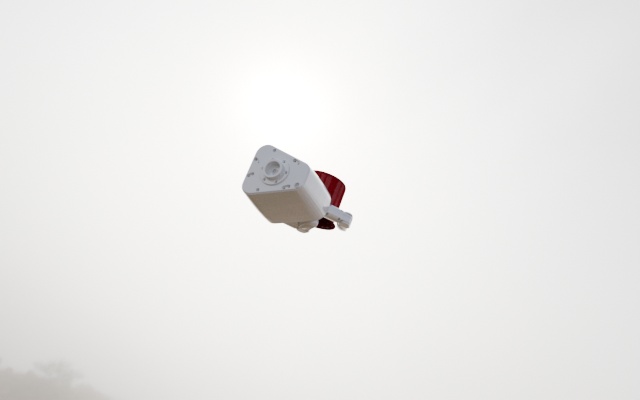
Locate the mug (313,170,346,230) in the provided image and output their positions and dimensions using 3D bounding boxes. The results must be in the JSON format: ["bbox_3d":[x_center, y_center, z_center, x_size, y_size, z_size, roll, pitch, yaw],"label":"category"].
[{"bbox_3d":[0.001,0.003,0.875,0.093,0.081,0.117,13,-20,24],"label":"mug"}]
